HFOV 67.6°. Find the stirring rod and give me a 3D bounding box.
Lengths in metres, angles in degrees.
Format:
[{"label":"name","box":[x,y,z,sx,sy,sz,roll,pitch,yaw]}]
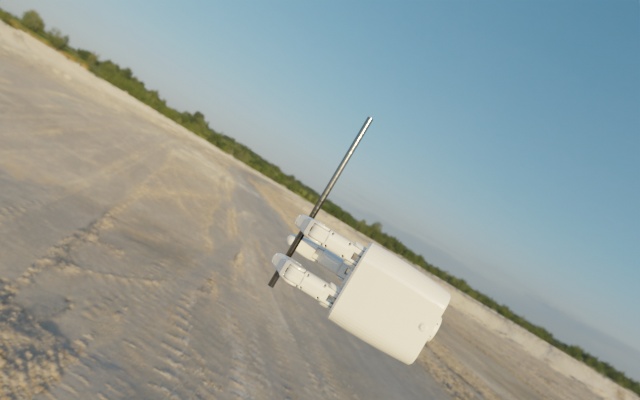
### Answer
[{"label":"stirring rod","box":[0.000,0.002,0.587,0.011,0.239,0.011,31,-1,0]}]
